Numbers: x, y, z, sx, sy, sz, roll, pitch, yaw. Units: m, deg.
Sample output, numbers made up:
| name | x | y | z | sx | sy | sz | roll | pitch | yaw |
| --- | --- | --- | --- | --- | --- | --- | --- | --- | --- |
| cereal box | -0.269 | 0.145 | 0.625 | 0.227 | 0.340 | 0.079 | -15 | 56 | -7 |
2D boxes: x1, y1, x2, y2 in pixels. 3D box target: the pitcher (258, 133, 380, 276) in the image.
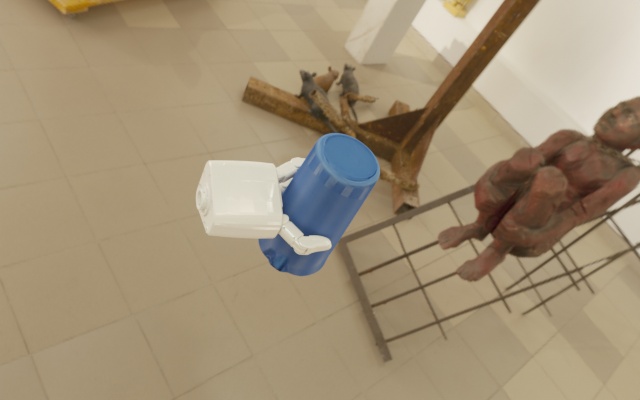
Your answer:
| name | x | y | z | sx | sy | sz | roll | pitch | yaw |
| --- | --- | --- | --- | --- | --- | --- | --- | --- | --- |
| pitcher | 0.000 | 0.003 | 0.792 | 0.145 | 0.149 | 0.243 | 3 | -39 | -29 |
